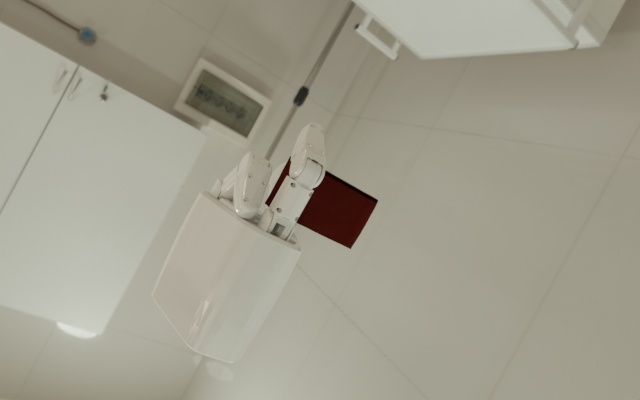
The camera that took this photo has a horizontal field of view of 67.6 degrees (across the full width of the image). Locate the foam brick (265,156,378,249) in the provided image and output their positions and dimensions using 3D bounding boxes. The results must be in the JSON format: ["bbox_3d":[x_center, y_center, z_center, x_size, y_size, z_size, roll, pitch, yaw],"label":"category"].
[{"bbox_3d":[0.000,0.001,0.433,0.078,0.051,0.053,28,-1,-25],"label":"foam brick"}]
